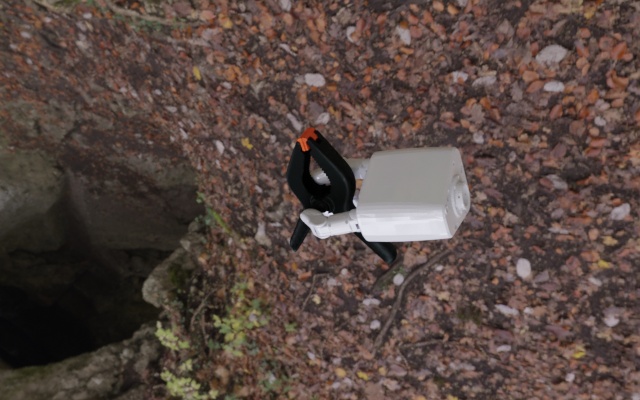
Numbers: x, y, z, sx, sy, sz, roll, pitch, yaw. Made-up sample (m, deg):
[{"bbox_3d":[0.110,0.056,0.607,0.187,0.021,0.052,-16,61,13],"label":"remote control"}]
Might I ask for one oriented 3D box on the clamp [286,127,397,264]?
[{"bbox_3d":[0.000,0.002,0.639,0.164,0.210,0.036,-3,36,31],"label":"clamp"}]
